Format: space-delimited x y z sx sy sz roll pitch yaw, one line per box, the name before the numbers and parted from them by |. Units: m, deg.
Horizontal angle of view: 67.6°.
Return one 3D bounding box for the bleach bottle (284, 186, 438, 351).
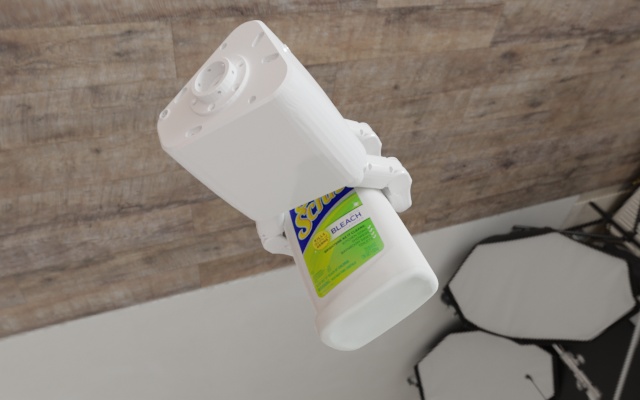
bleach bottle | 0.000 0.001 0.439 0.102 0.250 0.068 -38 -40 9
